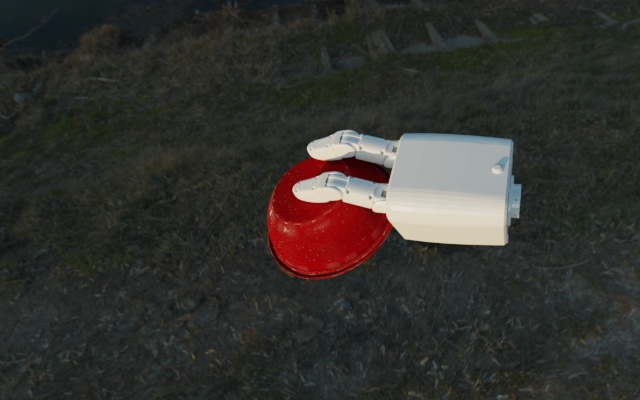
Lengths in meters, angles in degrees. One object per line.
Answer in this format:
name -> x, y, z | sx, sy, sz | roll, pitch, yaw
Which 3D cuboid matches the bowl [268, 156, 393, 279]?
bowl -> -0.001, 0.002, 0.523 | 0.162, 0.162, 0.055 | 0, -34, 32
